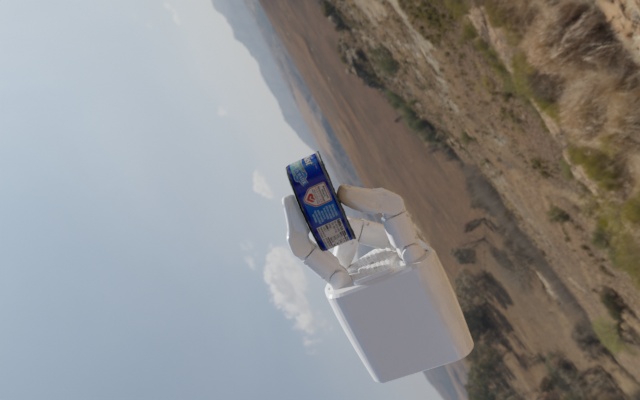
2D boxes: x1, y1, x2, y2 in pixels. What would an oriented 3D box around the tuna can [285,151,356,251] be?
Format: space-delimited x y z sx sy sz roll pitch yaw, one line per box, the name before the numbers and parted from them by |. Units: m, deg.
tuna can | 0.000 0.002 0.429 0.034 0.086 0.086 -24 -1 2
